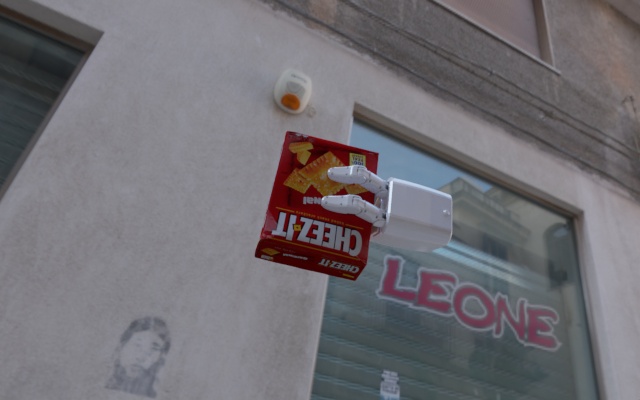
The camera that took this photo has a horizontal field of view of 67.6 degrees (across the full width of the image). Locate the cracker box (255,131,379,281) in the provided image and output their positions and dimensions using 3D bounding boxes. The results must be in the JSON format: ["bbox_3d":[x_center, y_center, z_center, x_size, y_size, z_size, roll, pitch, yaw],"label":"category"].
[{"bbox_3d":[0.000,0.002,0.764,0.164,0.213,0.072,14,-33,-6],"label":"cracker box"}]
